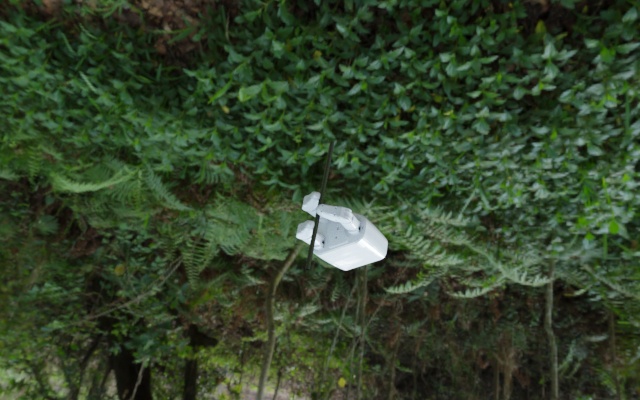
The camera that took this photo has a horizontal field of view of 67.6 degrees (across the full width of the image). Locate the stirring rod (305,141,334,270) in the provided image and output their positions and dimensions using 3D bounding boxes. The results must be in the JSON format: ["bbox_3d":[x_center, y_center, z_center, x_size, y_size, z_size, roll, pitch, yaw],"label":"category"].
[{"bbox_3d":[0.000,0.003,0.817,0.011,0.239,0.011,9,-23,4],"label":"stirring rod"}]
